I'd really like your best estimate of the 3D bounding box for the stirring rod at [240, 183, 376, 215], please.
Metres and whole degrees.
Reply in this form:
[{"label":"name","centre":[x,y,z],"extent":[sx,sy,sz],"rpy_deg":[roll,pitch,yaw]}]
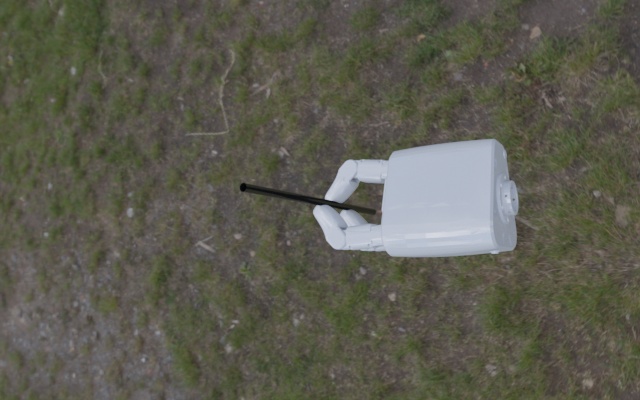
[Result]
[{"label":"stirring rod","centre":[0.000,0.002,0.518],"extent":[0.011,0.011,0.239],"rpy_deg":[0,-6,35]}]
